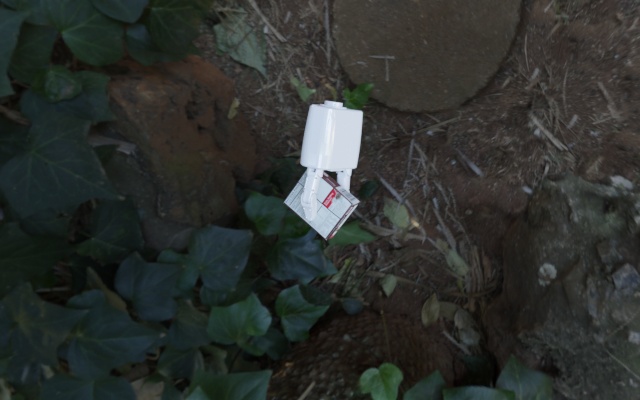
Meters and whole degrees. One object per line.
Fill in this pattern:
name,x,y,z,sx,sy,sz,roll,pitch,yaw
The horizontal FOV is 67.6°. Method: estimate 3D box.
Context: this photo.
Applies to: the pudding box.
pudding box,0.000,0.003,0.878,0.113,0.090,0.039,42,21,14
